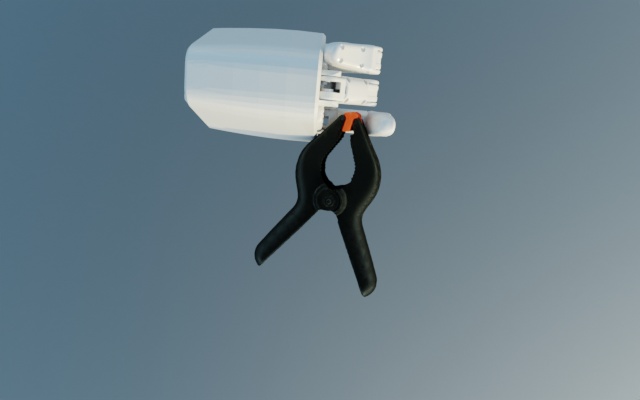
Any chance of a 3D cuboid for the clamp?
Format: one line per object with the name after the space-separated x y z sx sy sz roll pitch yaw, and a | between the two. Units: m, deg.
0.000 0.001 0.446 0.120 0.171 0.039 6 9 3 | clamp
